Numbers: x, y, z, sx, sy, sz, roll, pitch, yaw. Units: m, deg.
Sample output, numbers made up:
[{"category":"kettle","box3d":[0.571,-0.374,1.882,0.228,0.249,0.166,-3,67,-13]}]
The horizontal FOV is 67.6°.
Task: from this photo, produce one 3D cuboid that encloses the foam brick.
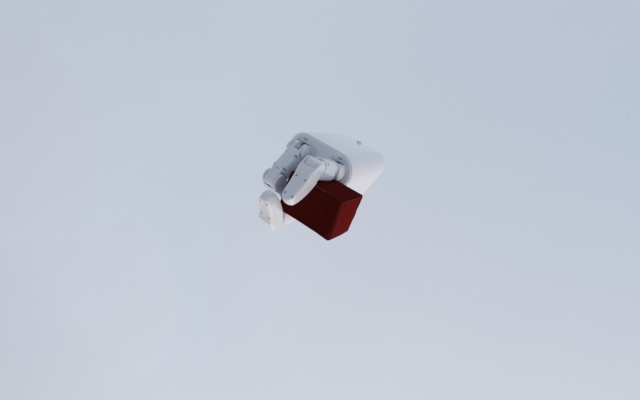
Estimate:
[{"category":"foam brick","box3d":[0.000,0.002,0.561,0.078,0.053,0.051,32,23,24]}]
